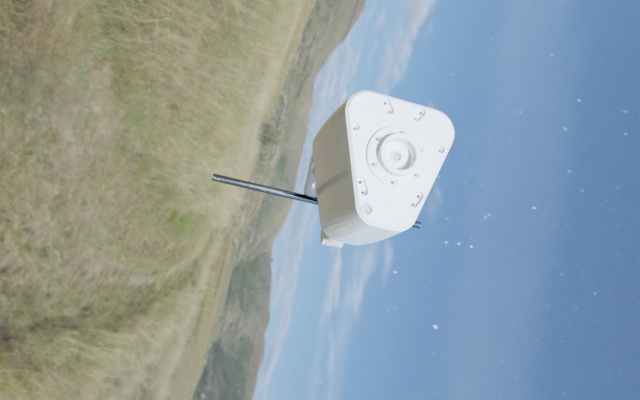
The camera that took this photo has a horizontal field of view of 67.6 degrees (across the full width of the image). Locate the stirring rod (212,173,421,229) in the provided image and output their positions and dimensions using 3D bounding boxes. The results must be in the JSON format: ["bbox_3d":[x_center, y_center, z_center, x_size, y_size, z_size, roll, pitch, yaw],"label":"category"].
[{"bbox_3d":[0.000,0.002,0.531,0.239,0.011,0.011,13,-3,-11],"label":"stirring rod"}]
